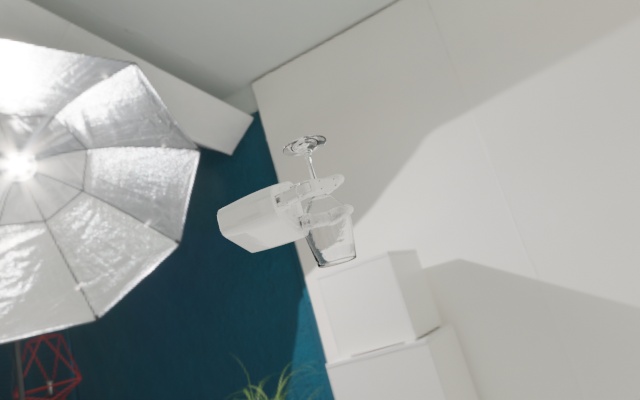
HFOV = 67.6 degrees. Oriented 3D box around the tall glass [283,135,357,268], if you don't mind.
[{"bbox_3d":[0.000,0.002,0.758,0.079,0.201,0.079,-15,-14,-4],"label":"tall glass"}]
